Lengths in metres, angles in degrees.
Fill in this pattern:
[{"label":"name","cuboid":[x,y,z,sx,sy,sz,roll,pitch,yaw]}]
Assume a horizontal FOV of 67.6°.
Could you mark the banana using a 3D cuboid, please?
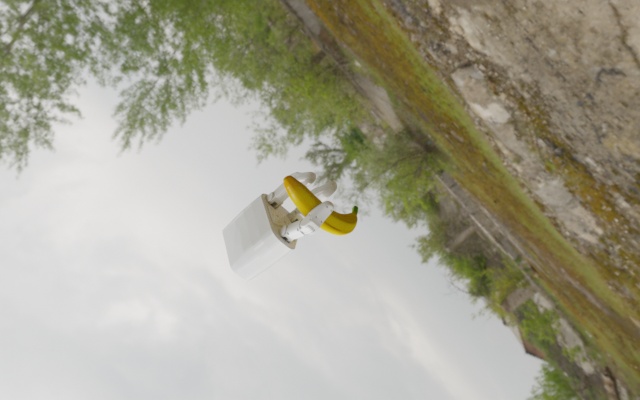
[{"label":"banana","cuboid":[0.007,0.019,0.797,0.037,0.069,0.198,-34,-35,24]}]
